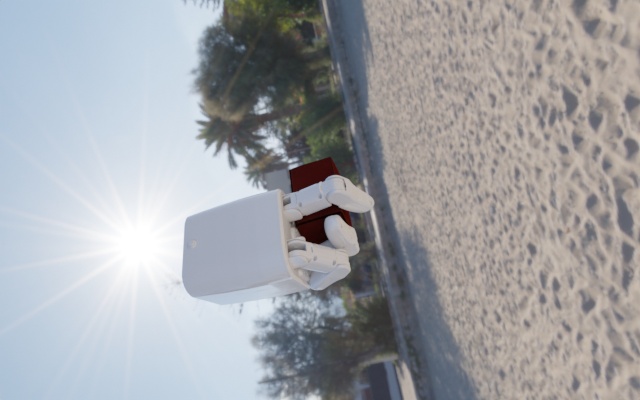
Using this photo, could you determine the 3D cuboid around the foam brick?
[{"bbox_3d":[0.000,0.002,0.523,0.051,0.078,0.053,-16,-38,10],"label":"foam brick"}]
